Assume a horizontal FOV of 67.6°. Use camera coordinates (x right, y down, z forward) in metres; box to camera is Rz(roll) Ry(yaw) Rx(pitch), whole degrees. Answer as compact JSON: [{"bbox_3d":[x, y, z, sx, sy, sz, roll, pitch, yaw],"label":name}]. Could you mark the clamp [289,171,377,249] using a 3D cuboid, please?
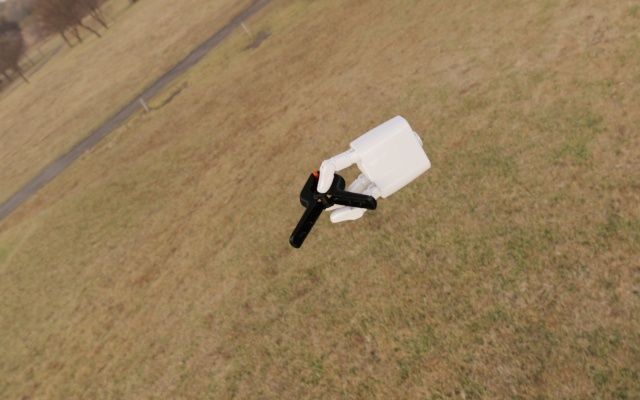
[{"bbox_3d":[0.000,0.002,0.888,0.164,0.036,0.210,-30,29,-1],"label":"clamp"}]
